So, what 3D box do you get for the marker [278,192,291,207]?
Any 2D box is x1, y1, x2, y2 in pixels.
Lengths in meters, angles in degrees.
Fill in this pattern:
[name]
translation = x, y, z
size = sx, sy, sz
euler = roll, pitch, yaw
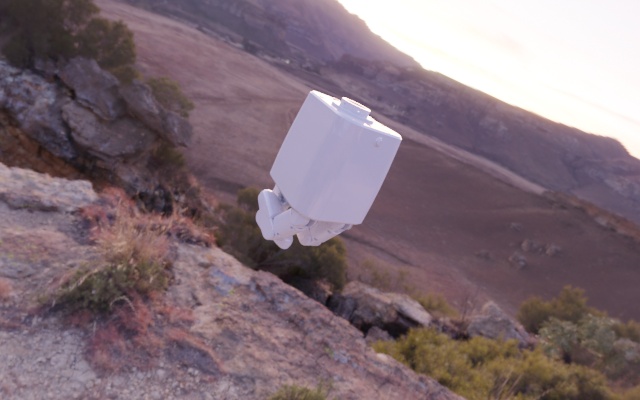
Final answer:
[marker]
translation = 0.000, 0.002, 0.571
size = 0.020, 0.020, 0.121
euler = 0, -5, 44
